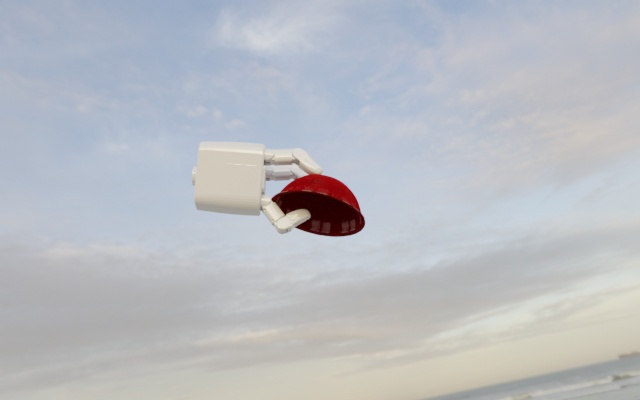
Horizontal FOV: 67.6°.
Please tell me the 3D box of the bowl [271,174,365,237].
[{"bbox_3d":[0.001,0.003,0.801,0.162,0.055,0.162,11,-27,6],"label":"bowl"}]
